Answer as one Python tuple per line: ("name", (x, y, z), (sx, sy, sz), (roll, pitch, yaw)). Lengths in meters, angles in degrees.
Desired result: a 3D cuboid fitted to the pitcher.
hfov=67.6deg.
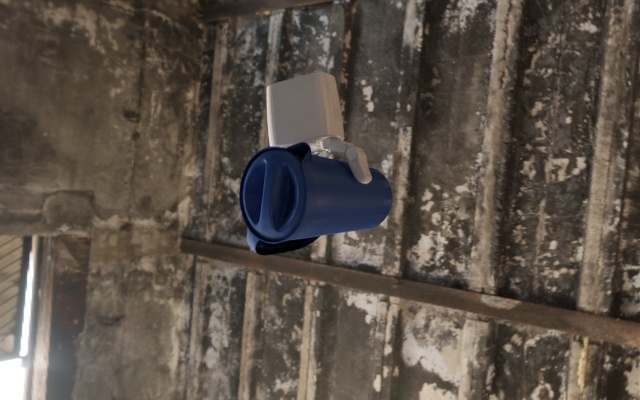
("pitcher", (0.000, 0.002, 0.742), (0.149, 0.145, 0.243), (-13, -10, 39))
